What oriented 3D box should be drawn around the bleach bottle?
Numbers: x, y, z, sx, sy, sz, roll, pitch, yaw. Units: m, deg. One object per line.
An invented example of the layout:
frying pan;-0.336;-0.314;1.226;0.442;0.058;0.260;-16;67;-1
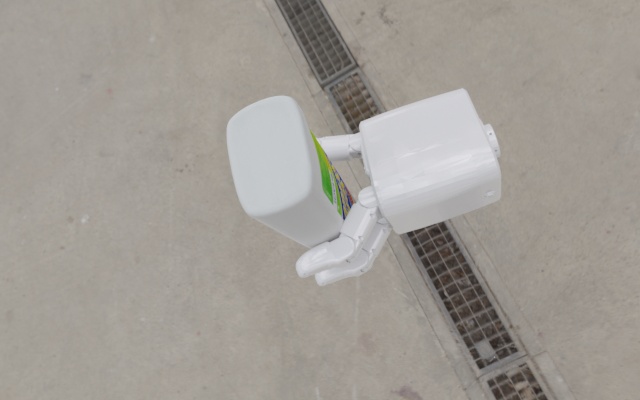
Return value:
bleach bottle;0.000;0.002;0.477;0.068;0.102;0.251;-19;-23;14
